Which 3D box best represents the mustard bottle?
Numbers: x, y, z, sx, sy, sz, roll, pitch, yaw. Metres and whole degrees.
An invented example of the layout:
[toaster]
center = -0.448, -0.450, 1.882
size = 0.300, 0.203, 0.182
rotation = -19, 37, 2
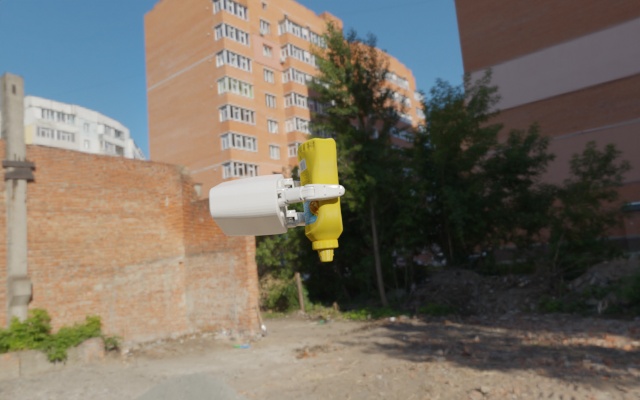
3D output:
[mustard bottle]
center = 0.000, 0.002, 0.770
size = 0.058, 0.191, 0.096
rotation = -2, -8, -21
